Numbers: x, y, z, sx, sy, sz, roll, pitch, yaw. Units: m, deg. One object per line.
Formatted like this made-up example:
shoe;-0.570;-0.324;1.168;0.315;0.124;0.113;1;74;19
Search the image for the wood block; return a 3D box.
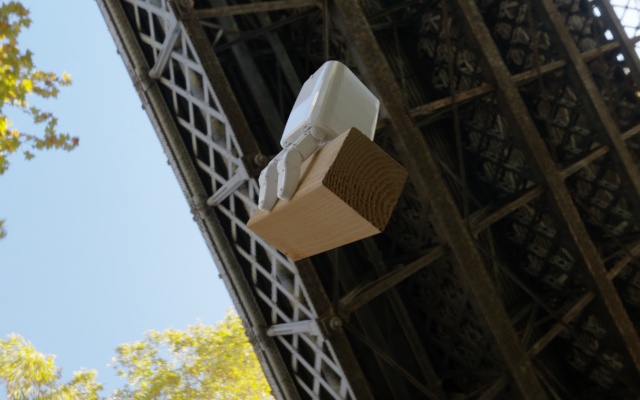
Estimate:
wood block;0.000;0.002;0.604;0.091;0.090;0.206;37;-30;-16
